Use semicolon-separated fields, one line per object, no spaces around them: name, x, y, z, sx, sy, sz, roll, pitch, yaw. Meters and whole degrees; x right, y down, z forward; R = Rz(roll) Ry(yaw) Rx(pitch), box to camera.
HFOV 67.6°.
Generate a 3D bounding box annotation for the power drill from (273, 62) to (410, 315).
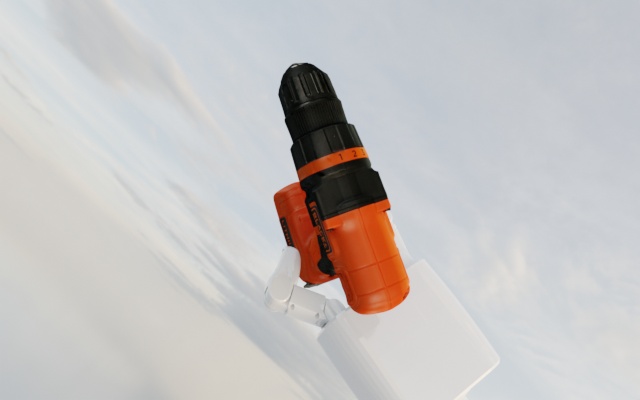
power drill;0.000;0.002;0.402;0.057;0.184;0.188;-17;-7;-12
